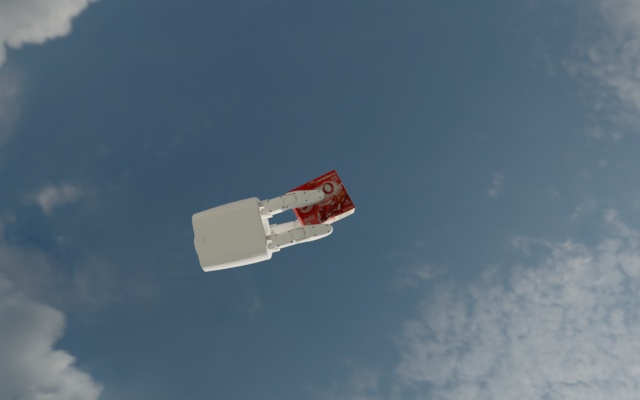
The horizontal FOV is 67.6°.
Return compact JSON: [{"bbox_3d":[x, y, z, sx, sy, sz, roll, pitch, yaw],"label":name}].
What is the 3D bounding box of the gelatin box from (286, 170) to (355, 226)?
[{"bbox_3d":[0.000,0.003,0.767,0.089,0.073,0.030,-25,-15,-10],"label":"gelatin box"}]
